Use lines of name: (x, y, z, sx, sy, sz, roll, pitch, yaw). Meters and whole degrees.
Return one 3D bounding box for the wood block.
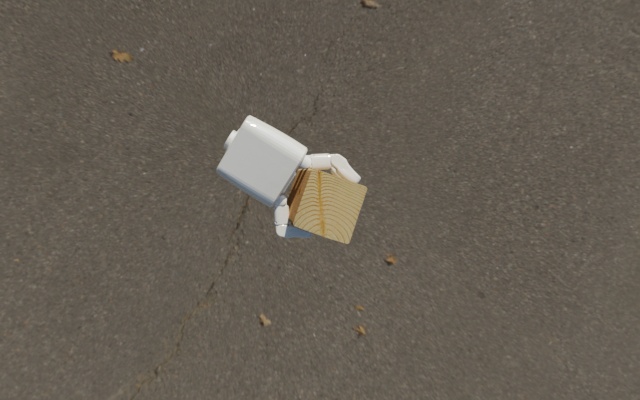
wood block: (0.000, 0.003, 0.790, 0.090, 0.091, 0.206, 19, 1, -9)
